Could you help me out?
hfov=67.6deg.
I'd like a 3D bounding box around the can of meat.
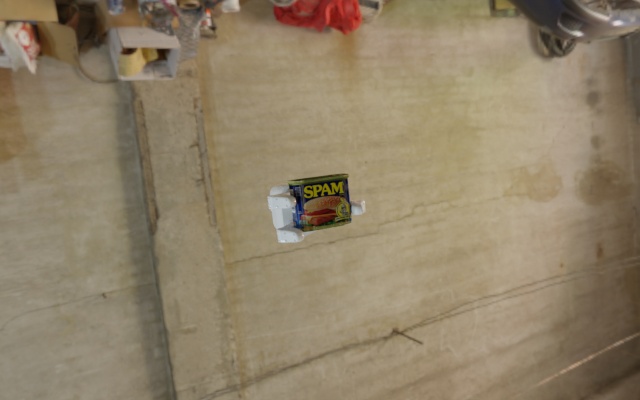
[{"bbox_3d":[0.000,0.003,0.794,0.102,0.084,0.057,-8,7,-19],"label":"can of meat"}]
